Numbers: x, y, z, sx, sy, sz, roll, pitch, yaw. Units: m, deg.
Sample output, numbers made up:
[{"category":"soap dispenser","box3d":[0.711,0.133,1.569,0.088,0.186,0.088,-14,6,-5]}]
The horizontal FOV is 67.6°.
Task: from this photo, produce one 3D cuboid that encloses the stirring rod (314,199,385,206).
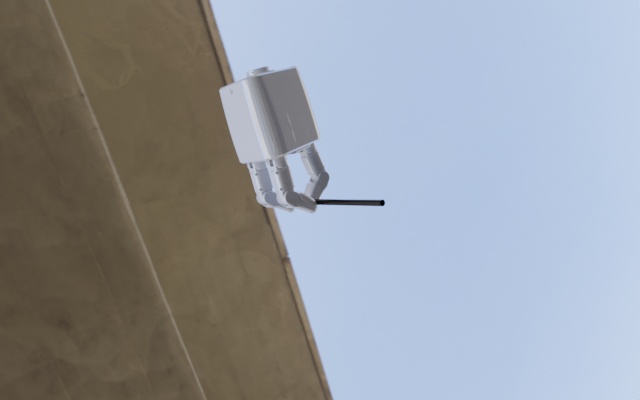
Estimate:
[{"category":"stirring rod","box3d":[0.000,0.002,0.650,0.011,0.011,0.239,0,0,-37]}]
